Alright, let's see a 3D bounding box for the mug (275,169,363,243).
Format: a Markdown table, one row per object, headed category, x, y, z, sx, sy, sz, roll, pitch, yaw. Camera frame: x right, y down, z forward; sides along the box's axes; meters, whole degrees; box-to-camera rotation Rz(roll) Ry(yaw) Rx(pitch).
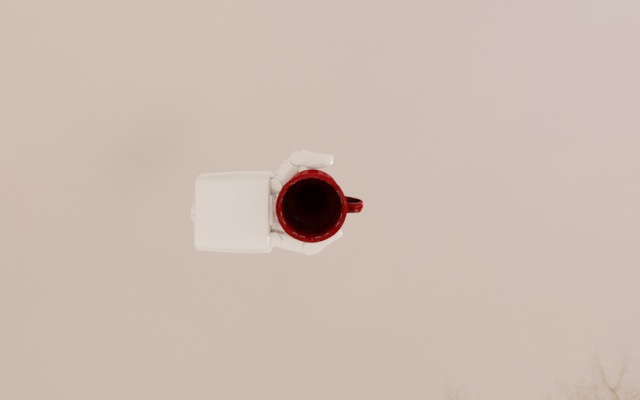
| category | x | y | z | sx | sy | sz | roll | pitch | yaw |
| --- | --- | --- | --- | --- | --- | --- | --- | --- | --- |
| mug | 0.002 | 0.002 | 0.656 | 0.117 | 0.093 | 0.081 | 0 | 13 | 0 |
